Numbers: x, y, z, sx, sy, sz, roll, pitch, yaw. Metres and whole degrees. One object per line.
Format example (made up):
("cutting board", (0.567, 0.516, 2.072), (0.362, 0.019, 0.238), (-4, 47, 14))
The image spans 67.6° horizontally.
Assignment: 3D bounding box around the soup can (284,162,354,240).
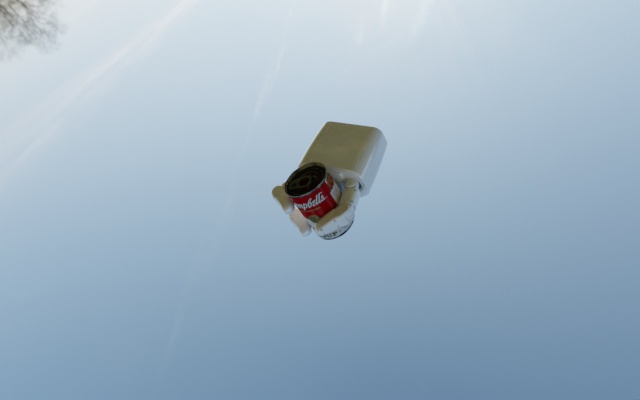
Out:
("soup can", (0.000, 0.003, 0.711), (0.068, 0.068, 0.102), (0, -41, 36))
